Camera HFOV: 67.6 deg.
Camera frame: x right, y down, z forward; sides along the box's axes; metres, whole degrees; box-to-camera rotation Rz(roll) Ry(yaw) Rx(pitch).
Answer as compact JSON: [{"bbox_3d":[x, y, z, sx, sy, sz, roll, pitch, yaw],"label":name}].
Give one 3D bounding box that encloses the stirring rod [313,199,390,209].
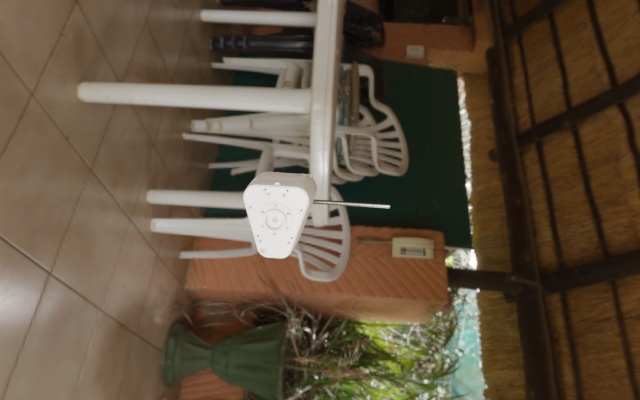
[{"bbox_3d":[0.000,0.003,0.833,0.239,0.011,0.011,3,0,2],"label":"stirring rod"}]
